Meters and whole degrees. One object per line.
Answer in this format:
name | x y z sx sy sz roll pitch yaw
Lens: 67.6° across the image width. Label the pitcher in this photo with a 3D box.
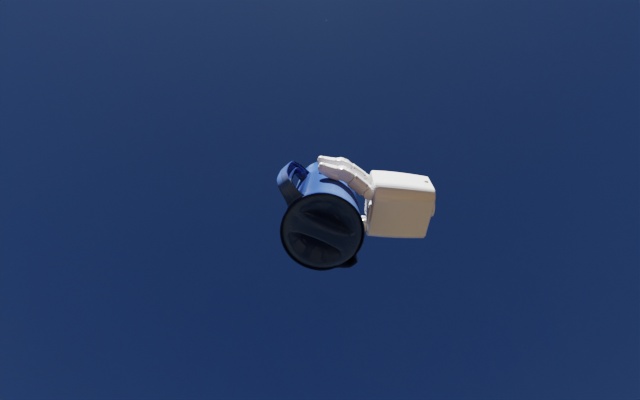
pitcher | 0.000 0.003 0.845 0.145 0.149 0.242 5 21 0
